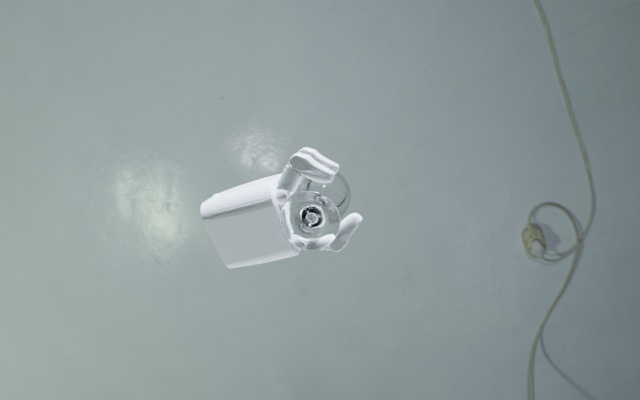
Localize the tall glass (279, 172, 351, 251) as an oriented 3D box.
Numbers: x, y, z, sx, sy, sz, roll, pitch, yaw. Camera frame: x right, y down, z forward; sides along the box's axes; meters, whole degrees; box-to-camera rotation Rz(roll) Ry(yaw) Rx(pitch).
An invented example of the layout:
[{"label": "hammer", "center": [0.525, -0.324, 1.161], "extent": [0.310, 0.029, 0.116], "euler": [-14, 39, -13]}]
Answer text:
[{"label": "tall glass", "center": [0.000, 0.002, 0.663], "extent": [0.079, 0.079, 0.201], "euler": [0, 13, 8]}]
